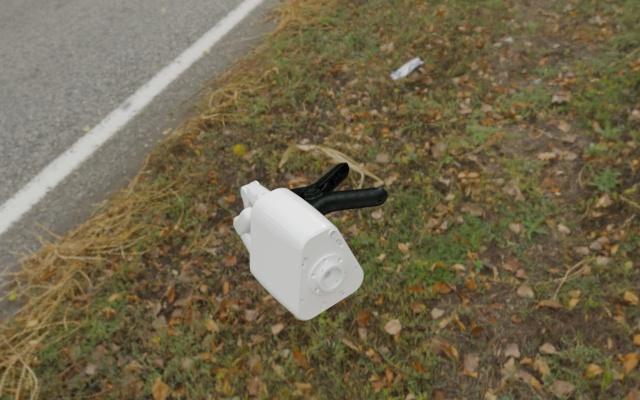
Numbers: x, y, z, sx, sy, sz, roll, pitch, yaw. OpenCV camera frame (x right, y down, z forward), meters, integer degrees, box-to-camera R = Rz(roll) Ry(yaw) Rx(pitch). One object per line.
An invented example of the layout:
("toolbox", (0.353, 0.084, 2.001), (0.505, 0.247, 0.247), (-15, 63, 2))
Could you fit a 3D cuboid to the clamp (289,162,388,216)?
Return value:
("clamp", (0.000, 0.002, 0.634), (0.171, 0.039, 0.120), (-29, 28, -23))
